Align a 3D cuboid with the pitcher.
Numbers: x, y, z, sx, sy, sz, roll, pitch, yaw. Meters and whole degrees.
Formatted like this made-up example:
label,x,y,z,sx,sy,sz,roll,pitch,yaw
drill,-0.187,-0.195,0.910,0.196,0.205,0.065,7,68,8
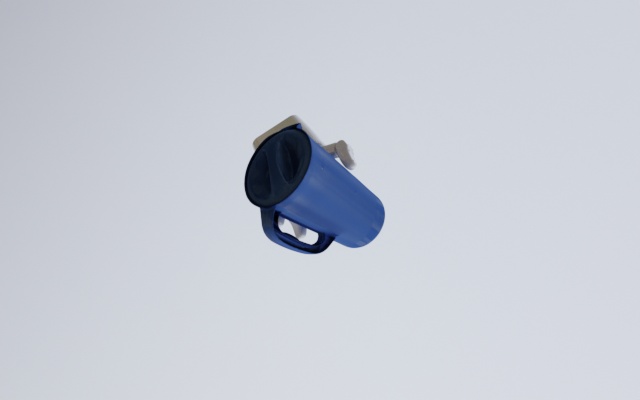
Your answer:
label,x,y,z,sx,sy,sz,roll,pitch,yaw
pitcher,0.000,0.002,0.781,0.243,0.149,0.145,33,16,-44
